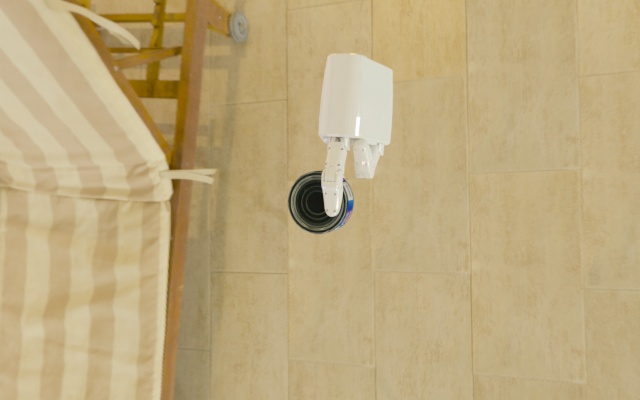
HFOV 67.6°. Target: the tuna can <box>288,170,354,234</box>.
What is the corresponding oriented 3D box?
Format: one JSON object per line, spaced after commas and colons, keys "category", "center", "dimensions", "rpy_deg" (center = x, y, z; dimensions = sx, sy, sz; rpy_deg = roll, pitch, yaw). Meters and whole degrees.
{"category": "tuna can", "center": [0.000, 0.002, 0.643], "dimensions": [0.086, 0.086, 0.034], "rpy_deg": [0, 4, 18]}
